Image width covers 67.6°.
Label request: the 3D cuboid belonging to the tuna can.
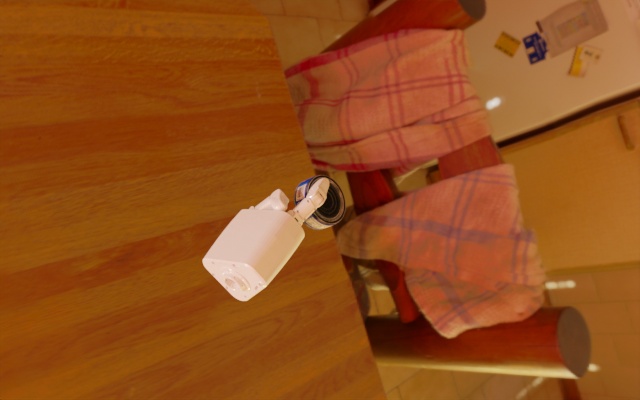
[{"bbox_3d":[0.001,0.002,0.773,0.086,0.086,0.034,0,-16,-43],"label":"tuna can"}]
